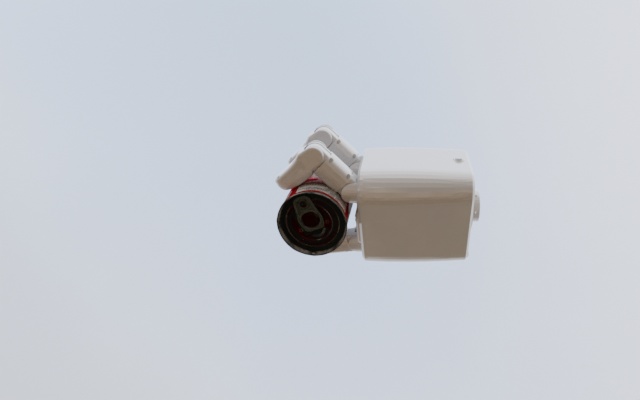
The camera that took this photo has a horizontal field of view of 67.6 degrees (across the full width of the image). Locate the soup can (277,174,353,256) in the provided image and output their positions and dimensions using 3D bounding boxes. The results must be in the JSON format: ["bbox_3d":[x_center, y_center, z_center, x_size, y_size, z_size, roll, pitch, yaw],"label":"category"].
[{"bbox_3d":[0.000,0.002,0.494,0.068,0.068,0.102,0,25,11],"label":"soup can"}]
